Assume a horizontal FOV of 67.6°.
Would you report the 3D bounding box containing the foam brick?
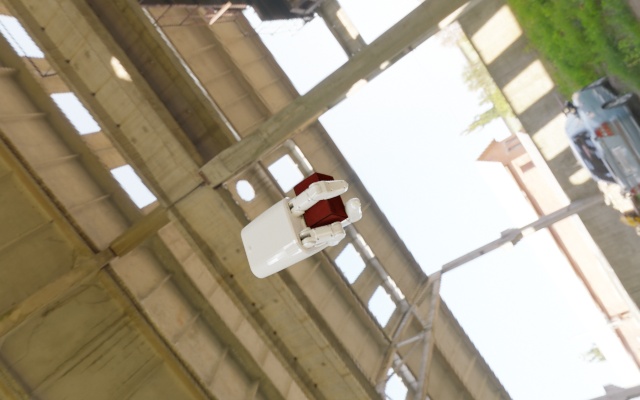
[{"bbox_3d":[0.000,0.002,0.764,0.051,0.078,0.053,-32,-25,27],"label":"foam brick"}]
